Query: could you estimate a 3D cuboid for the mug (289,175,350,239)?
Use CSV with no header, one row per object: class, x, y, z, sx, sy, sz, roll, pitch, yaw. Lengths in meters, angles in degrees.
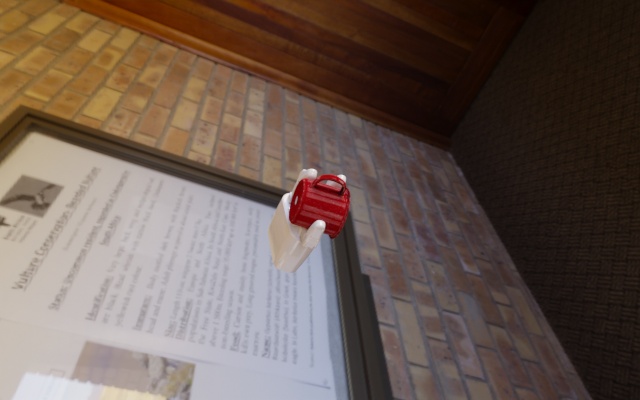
mug,0.000,0.002,0.809,0.081,0.093,0.117,17,-49,-15
